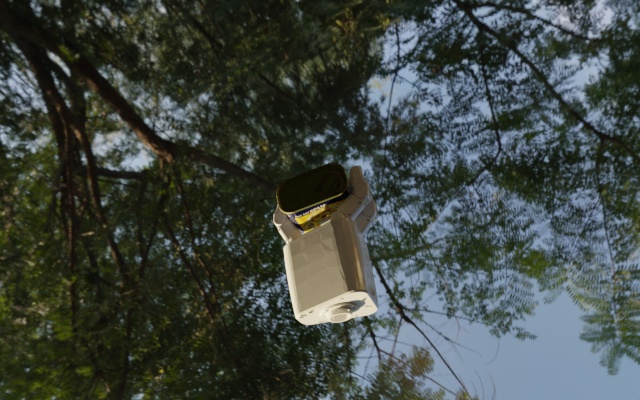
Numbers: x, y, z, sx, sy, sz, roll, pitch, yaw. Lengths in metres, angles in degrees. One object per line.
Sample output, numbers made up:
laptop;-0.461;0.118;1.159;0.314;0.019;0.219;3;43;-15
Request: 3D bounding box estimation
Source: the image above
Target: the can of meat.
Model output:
can of meat;0.000;0.002;0.688;0.102;0.057;0.084;-21;-35;8
